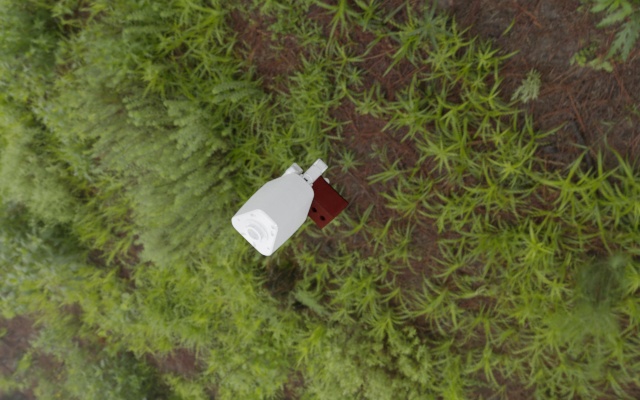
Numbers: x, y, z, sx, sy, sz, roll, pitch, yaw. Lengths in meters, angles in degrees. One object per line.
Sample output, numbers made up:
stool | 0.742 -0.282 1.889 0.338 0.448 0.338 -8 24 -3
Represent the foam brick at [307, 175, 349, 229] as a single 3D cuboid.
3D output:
foam brick | 0.000 0.003 0.877 0.051 0.078 0.053 -48 3 -39
